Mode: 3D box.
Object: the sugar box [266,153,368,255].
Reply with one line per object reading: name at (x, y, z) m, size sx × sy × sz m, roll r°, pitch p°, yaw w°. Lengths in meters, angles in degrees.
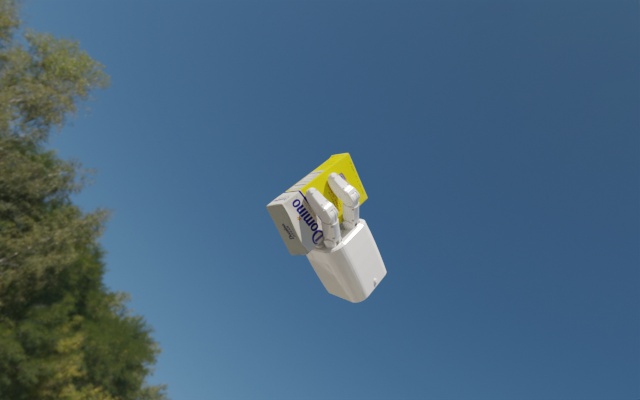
sugar box at (0.001, 0.003, 0.776) m, size 0.048 × 0.093 × 0.176 m, roll -8°, pitch 25°, yaw 43°
